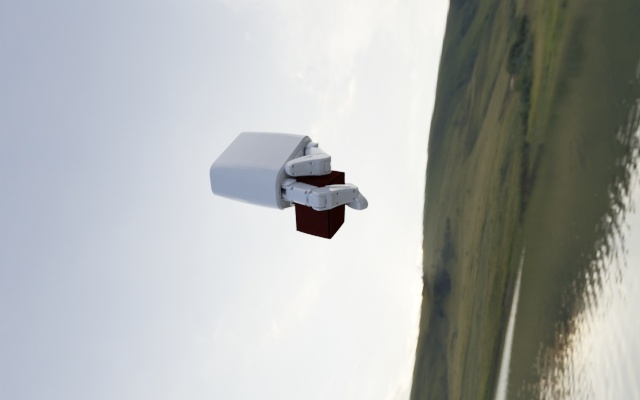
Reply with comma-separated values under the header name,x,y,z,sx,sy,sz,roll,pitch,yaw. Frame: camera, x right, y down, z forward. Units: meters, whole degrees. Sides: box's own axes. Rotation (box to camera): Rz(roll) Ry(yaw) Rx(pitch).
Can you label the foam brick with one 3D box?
name,x,y,z,sx,sy,sz,roll,pitch,yaw
foam brick,0.000,0.002,0.627,0.051,0.078,0.053,10,26,23
